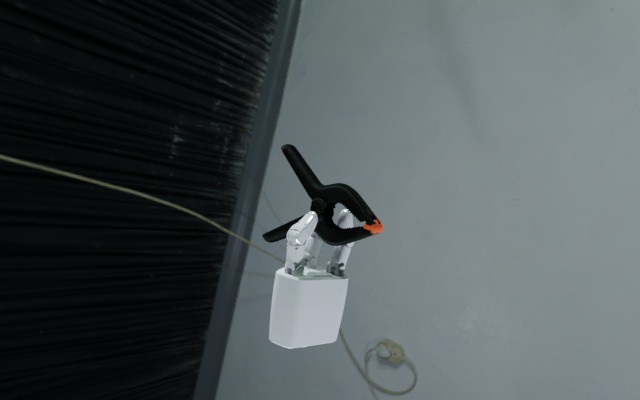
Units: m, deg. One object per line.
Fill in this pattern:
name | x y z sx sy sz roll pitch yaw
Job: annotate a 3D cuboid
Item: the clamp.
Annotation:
clamp | 0.000 0.003 0.732 0.210 0.164 0.036 11 8 35
